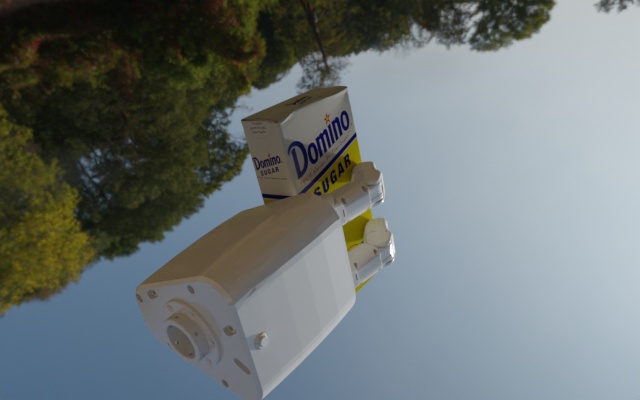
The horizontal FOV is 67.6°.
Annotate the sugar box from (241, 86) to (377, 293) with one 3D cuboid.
[{"bbox_3d":[0.000,0.002,0.405,0.048,0.176,0.093,8,30,38],"label":"sugar box"}]
